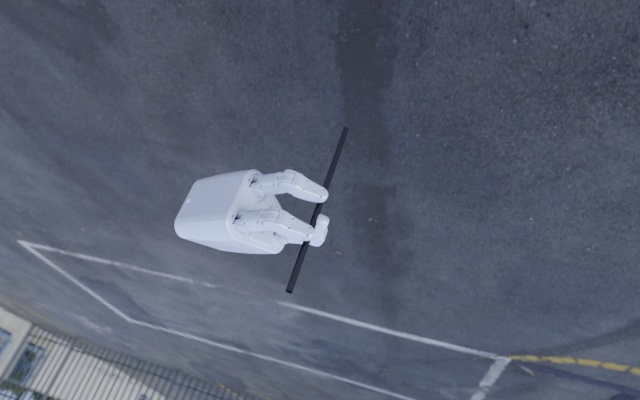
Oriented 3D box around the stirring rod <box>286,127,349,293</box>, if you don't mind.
[{"bbox_3d":[0.000,0.002,0.584,0.011,0.239,0.011,15,-30,9],"label":"stirring rod"}]
